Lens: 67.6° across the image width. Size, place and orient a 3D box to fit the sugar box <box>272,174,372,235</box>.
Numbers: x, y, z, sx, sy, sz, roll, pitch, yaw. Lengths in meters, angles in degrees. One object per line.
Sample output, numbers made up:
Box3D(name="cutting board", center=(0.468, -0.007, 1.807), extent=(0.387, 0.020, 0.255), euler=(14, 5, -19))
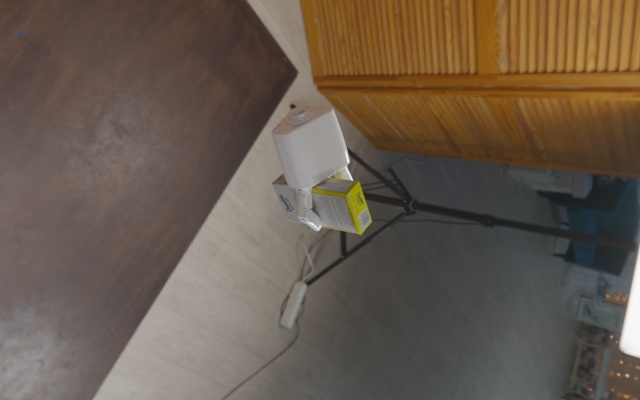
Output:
Box3D(name="sugar box", center=(0.000, 0.002, 0.866), extent=(0.176, 0.093, 0.048), euler=(12, 44, 40))
